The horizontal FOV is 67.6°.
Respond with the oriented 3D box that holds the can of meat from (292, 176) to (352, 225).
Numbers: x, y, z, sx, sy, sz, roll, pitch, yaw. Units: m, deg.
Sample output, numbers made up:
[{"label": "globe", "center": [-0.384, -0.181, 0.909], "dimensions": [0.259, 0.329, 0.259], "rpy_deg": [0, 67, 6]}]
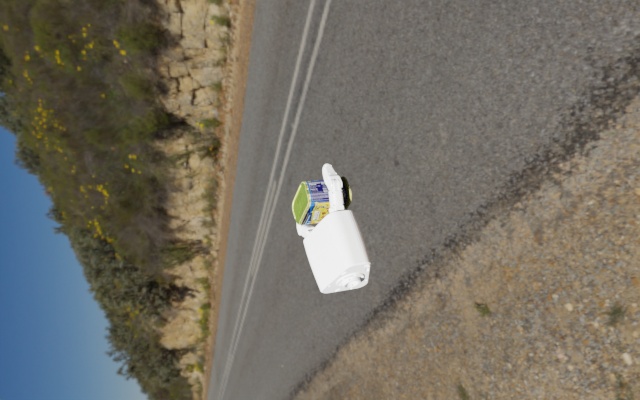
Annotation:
[{"label": "can of meat", "center": [0.000, 0.003, 0.892], "dimensions": [0.084, 0.057, 0.102], "rpy_deg": [-6, -30, -22]}]
